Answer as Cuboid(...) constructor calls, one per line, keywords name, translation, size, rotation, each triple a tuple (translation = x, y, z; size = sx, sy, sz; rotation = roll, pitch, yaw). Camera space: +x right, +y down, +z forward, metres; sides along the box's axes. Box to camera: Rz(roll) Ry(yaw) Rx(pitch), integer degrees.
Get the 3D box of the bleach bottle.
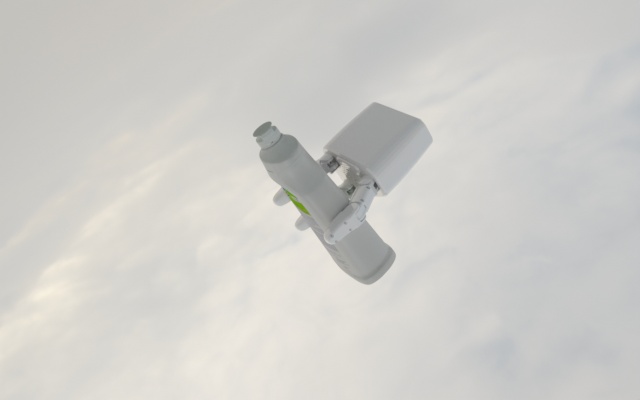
Cuboid(name="bleach bottle", translation=(0.000, 0.002, 0.628), size=(0.251, 0.068, 0.102), rotation=(53, -15, -31))
